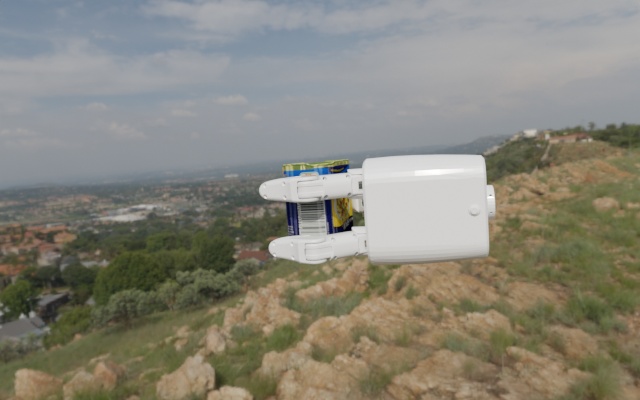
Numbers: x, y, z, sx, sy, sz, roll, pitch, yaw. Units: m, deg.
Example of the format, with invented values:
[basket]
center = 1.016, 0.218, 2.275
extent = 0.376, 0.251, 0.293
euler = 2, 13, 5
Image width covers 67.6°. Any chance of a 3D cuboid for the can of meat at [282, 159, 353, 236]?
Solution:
[can of meat]
center = 0.000, 0.001, 0.494
extent = 0.057, 0.084, 0.102
euler = -3, 6, 17
